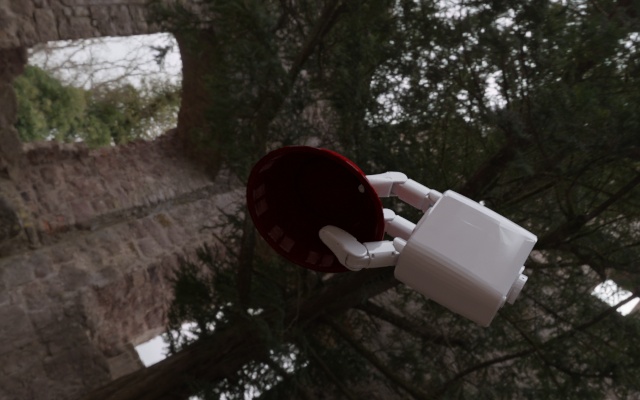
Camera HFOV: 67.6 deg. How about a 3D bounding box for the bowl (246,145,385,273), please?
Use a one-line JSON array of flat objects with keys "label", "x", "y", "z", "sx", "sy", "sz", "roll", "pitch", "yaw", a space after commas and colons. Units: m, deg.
[{"label": "bowl", "x": -0.001, "y": 0.001, "z": 0.536, "sx": 0.162, "sy": 0.162, "sz": 0.055, "roll": 0, "pitch": 31, "yaw": 25}]
